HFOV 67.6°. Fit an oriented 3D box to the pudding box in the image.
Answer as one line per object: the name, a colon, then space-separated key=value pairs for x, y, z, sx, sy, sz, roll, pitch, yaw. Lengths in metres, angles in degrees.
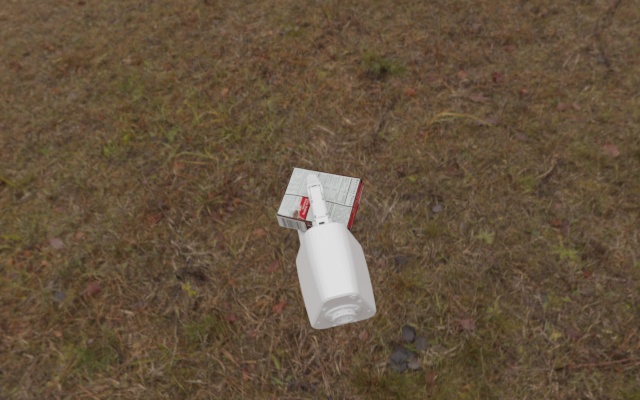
pudding box: x=0.000 y=0.002 z=0.714 sx=0.113 sy=0.090 sz=0.039 roll=11 pitch=-28 yaw=13
